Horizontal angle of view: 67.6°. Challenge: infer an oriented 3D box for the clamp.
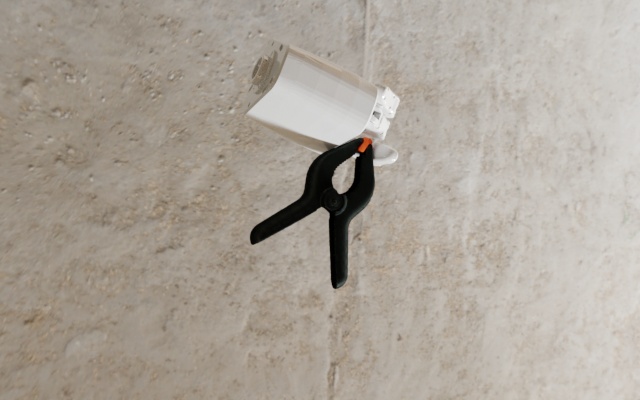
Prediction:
[{"bbox_3d":[0.000,0.002,0.529,0.120,0.171,0.039,22,-6,-21],"label":"clamp"}]
